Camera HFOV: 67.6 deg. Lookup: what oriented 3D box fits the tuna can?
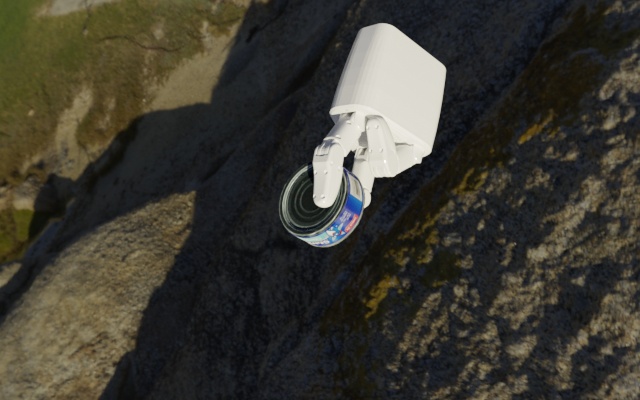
[{"bbox_3d":[0.000,0.001,0.482,0.086,0.086,0.034,0,-21,38],"label":"tuna can"}]
